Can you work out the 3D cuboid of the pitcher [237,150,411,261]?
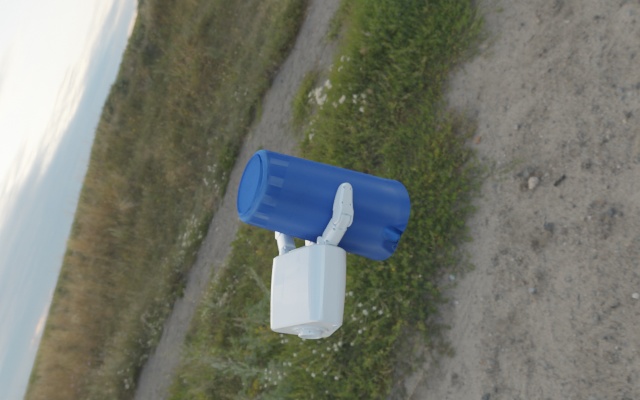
[{"bbox_3d":[0.000,0.003,0.732,0.243,0.145,0.149,15,-29,-25],"label":"pitcher"}]
